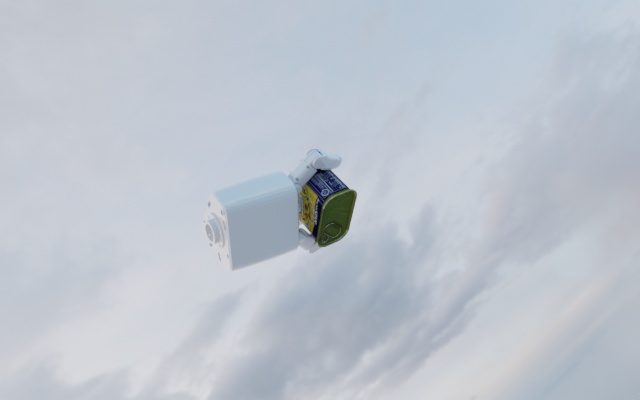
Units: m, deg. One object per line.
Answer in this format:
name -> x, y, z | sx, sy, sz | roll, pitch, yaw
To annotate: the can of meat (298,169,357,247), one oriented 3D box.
can of meat -> 0.000, 0.002, 0.692 | 0.057, 0.102, 0.084 | -21, 51, -29
